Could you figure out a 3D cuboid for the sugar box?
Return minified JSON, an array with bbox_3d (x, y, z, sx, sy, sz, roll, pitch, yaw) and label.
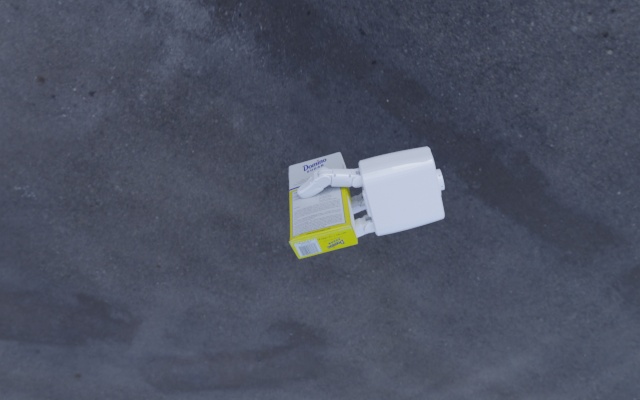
[{"bbox_3d":[0.000,0.003,0.735,0.093,0.048,0.176,-15,38,10],"label":"sugar box"}]
